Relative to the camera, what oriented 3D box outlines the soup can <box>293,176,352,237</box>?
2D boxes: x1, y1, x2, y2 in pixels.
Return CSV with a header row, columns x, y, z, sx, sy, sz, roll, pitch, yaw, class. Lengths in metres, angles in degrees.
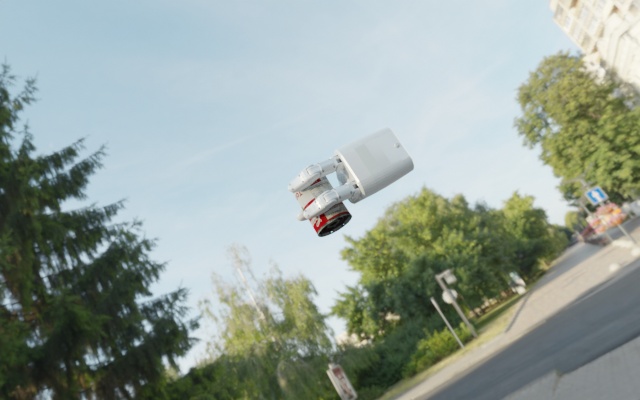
x,y,z,sx,sy,sz,roll,pitch,yaw,class
0.000,0.003,0.826,0.068,0.102,0.068,-28,-19,-11,soup can
